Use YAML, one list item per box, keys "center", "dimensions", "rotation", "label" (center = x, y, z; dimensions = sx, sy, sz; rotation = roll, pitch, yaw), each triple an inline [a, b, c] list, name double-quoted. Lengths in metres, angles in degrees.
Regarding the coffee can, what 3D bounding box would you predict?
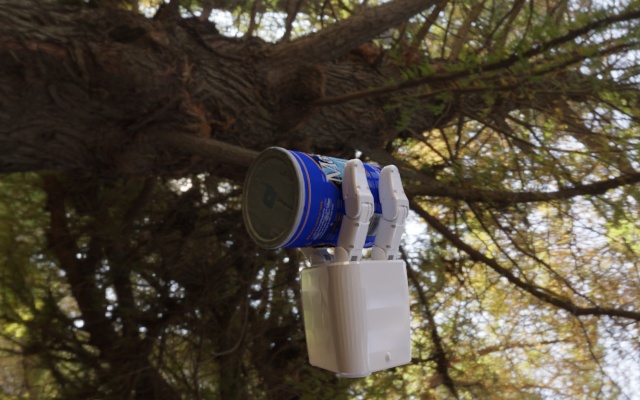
- center: [0.000, 0.002, 0.524]
  dimensions: [0.140, 0.103, 0.103]
  rotation: [5, -3, -41]
  label: "coffee can"
